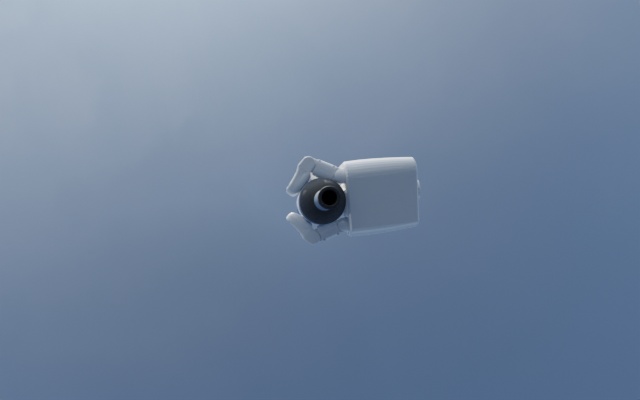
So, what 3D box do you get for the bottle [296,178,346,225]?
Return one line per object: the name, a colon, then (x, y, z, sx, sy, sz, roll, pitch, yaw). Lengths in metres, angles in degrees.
bottle: (0.000, 0.002, 0.705, 0.069, 0.069, 0.296, 0, -2, -4)
